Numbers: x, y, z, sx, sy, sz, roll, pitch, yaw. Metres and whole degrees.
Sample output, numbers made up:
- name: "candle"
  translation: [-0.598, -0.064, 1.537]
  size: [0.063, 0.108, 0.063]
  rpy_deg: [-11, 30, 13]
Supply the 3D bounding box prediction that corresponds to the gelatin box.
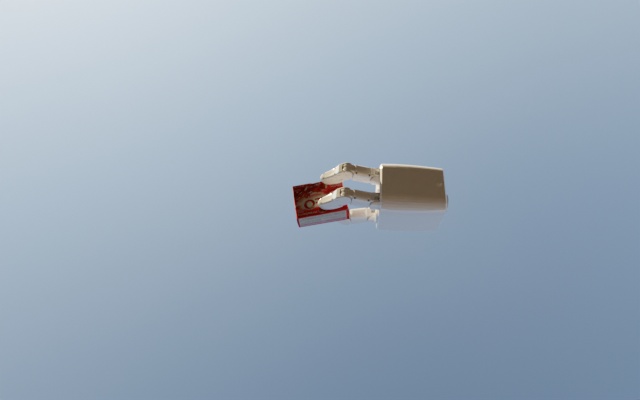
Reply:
- name: "gelatin box"
  translation: [0.000, 0.003, 0.814]
  size: [0.089, 0.073, 0.030]
  rpy_deg: [-10, -39, 0]
